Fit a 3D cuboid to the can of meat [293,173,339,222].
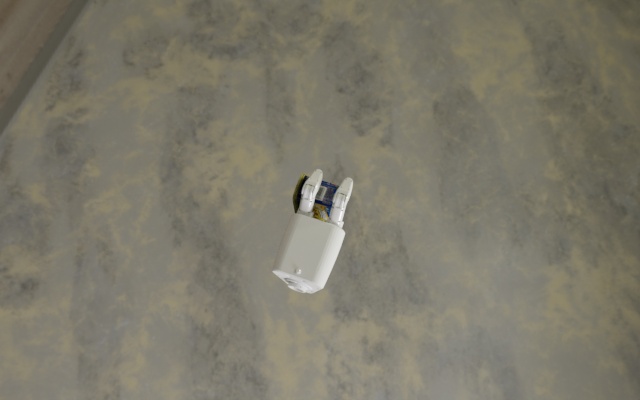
[{"bbox_3d":[0.000,0.003,0.870,0.084,0.057,0.102,17,-24,10],"label":"can of meat"}]
